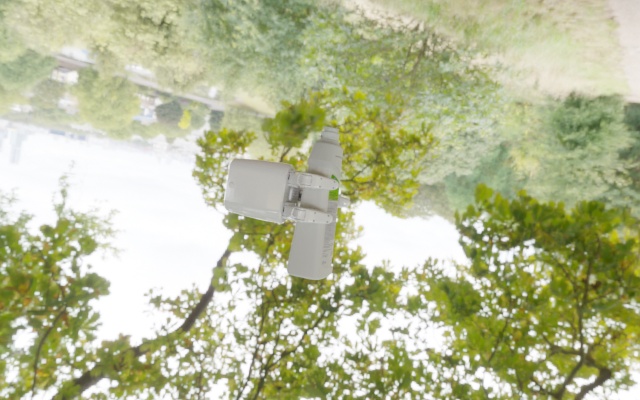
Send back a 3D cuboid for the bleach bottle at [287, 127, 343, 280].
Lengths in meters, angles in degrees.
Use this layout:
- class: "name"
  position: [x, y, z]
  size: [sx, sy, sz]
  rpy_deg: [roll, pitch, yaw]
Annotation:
- class: "bleach bottle"
  position: [0.000, 0.003, 0.814]
  size: [0.068, 0.251, 0.102]
  rpy_deg: [10, 1, 15]
